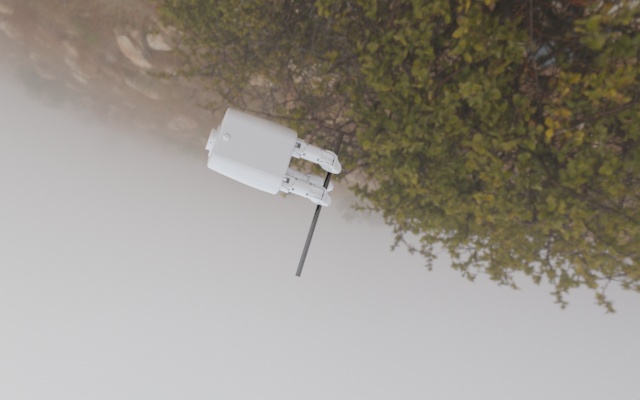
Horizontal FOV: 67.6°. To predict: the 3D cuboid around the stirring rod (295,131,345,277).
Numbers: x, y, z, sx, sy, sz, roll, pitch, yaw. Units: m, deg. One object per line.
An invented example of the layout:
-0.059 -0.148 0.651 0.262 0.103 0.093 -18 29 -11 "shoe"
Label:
0.000 0.002 0.748 0.011 0.239 0.011 17 -10 3 "stirring rod"
